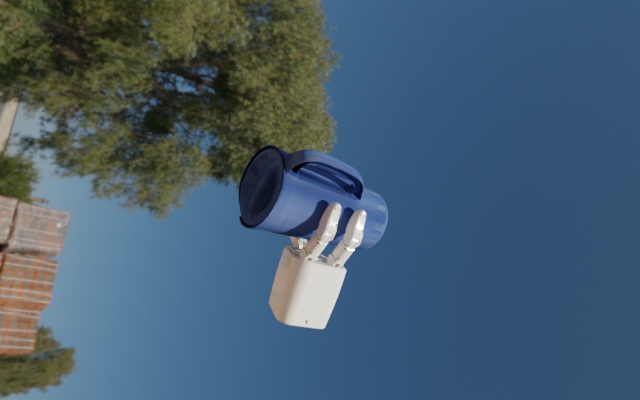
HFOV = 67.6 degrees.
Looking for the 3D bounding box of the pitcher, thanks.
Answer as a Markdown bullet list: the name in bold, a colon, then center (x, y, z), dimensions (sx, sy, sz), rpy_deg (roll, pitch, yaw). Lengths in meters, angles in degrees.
- **pitcher**: center (0.000, 0.003, 0.788), dimensions (0.243, 0.145, 0.149), rpy_deg (18, 2, -35)
